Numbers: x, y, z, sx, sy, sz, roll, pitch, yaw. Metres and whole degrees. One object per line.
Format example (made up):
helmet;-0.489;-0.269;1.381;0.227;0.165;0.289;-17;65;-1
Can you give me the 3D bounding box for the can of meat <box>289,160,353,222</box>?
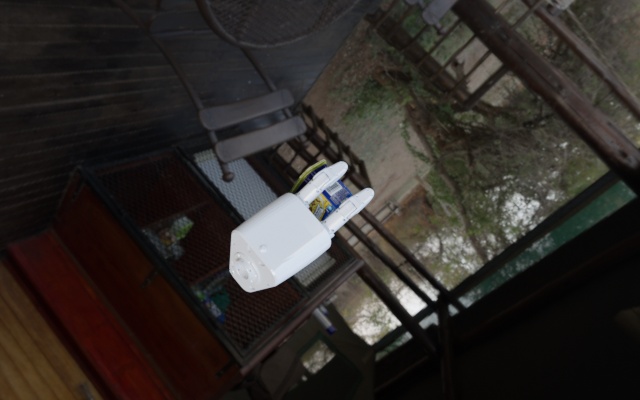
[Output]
can of meat;0.000;0.003;0.729;0.057;0.084;0.102;-33;-12;-41
